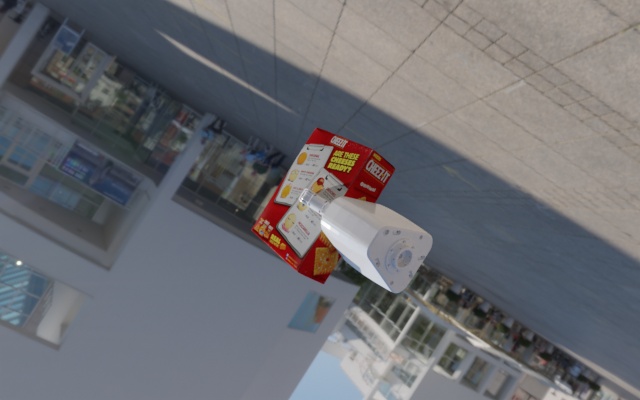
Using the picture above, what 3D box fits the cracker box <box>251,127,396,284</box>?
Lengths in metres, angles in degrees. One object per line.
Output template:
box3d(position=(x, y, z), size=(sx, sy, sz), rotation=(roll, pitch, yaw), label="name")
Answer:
box3d(position=(0.000, 0.003, 0.779), size=(0.072, 0.213, 0.164), rotation=(33, -1, -39), label="cracker box")
